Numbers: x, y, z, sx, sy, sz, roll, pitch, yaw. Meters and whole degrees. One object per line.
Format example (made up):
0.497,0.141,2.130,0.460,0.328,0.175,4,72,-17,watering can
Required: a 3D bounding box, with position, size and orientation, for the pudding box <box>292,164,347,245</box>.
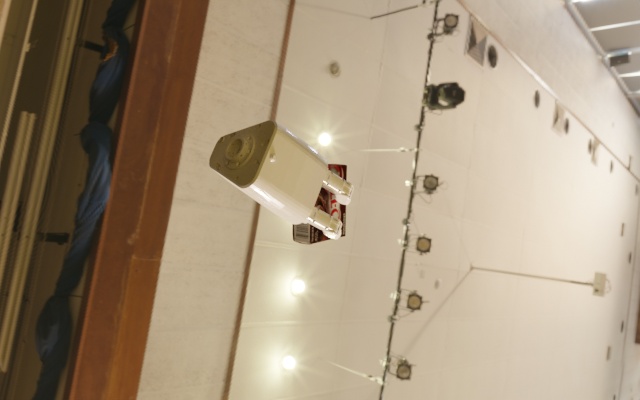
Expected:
0.000,0.002,0.701,0.039,0.113,0.090,8,9,37,pudding box
